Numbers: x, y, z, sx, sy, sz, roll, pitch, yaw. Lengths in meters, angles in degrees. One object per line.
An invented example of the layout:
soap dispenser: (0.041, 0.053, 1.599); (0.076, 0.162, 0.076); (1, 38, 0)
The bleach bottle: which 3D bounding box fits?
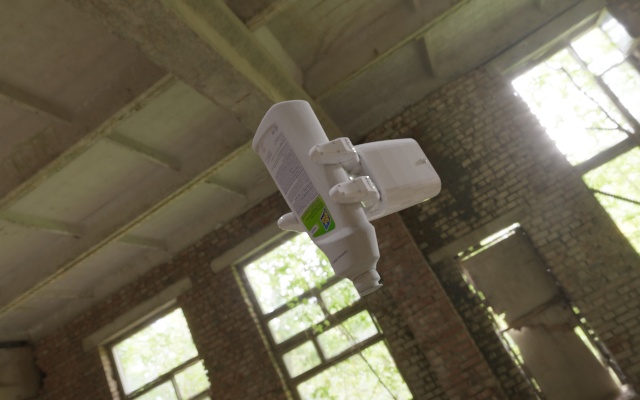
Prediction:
bleach bottle: (0.000, 0.002, 0.589); (0.068, 0.250, 0.103); (-14, -23, -32)
